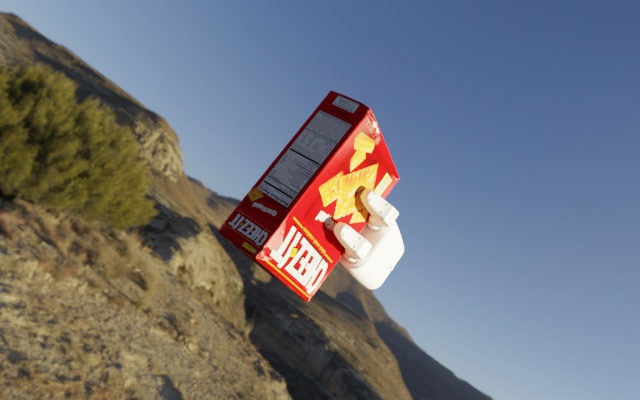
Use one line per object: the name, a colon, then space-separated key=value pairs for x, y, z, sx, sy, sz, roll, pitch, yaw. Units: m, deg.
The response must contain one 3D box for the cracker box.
cracker box: x=0.000 y=0.002 z=0.589 sx=0.072 sy=0.213 sz=0.164 roll=30 pitch=-14 yaw=32
